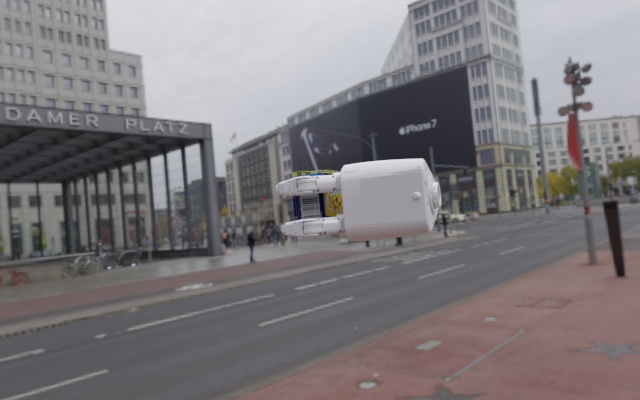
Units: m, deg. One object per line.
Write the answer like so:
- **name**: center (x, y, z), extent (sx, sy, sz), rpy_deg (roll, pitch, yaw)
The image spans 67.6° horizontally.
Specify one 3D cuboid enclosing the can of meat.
- **can of meat**: center (0.000, 0.002, 0.673), extent (0.057, 0.084, 0.102), rpy_deg (-6, -2, 23)
